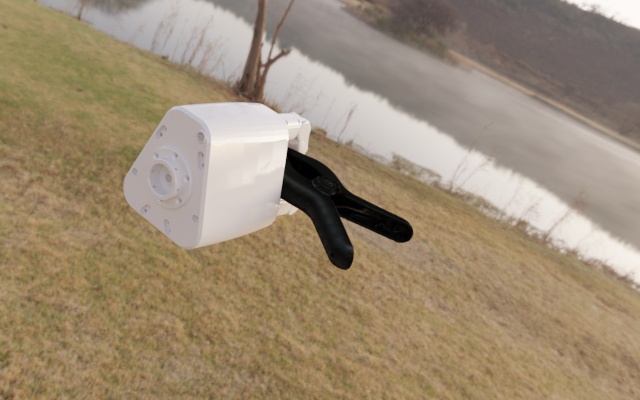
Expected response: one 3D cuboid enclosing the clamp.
[{"bbox_3d":[0.000,0.001,0.464,0.171,0.039,0.120,34,23,19],"label":"clamp"}]
